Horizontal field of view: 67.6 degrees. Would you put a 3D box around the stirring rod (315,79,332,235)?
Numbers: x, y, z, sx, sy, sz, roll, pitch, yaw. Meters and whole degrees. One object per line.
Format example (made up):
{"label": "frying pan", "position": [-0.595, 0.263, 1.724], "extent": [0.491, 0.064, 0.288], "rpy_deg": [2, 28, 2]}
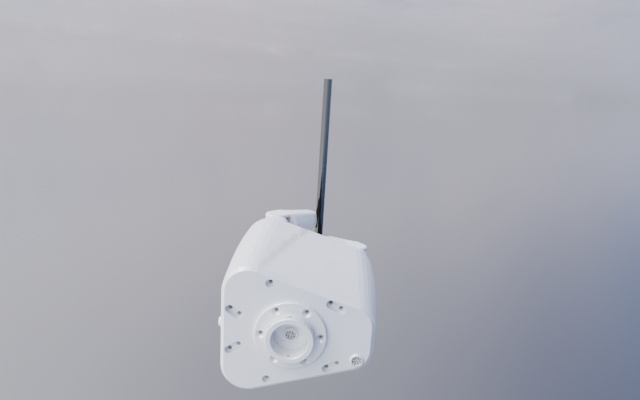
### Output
{"label": "stirring rod", "position": [0.000, 0.002, 0.481], "extent": [0.011, 0.239, 0.011], "rpy_deg": [3, 14, -1]}
